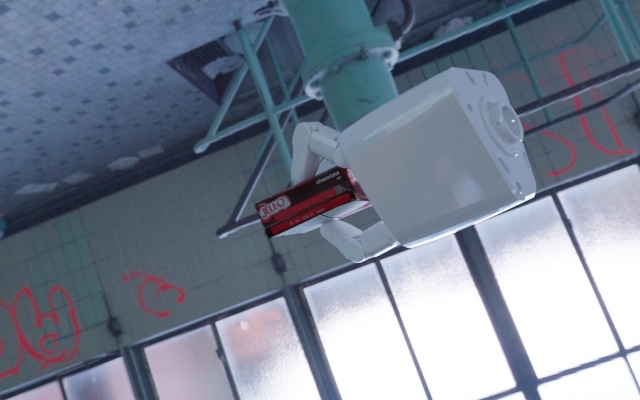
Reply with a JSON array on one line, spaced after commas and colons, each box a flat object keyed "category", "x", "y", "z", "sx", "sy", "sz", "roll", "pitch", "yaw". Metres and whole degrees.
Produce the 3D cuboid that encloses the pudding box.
[{"category": "pudding box", "x": 0.000, "y": 0.002, "z": 0.460, "sx": 0.090, "sy": 0.039, "sz": 0.113, "roll": -23, "pitch": -8, "yaw": 14}]
